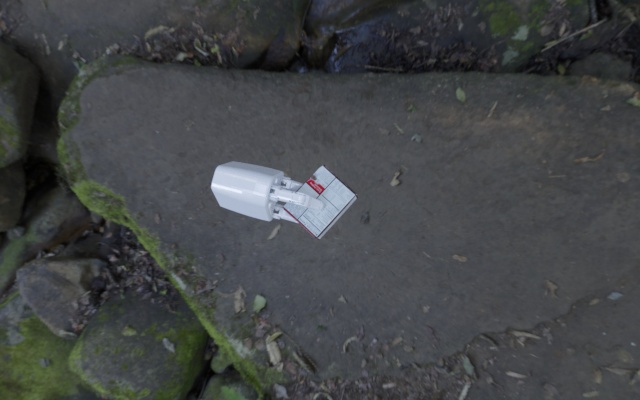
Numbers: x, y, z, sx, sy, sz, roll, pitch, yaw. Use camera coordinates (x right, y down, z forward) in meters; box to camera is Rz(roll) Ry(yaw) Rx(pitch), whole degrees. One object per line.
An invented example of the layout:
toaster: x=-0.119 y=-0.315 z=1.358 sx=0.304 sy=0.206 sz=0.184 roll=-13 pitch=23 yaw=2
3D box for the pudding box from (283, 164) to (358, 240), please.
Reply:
pudding box: x=0.000 y=0.003 z=0.886 sx=0.090 sy=0.113 sz=0.039 roll=43 pitch=0 yaw=9
